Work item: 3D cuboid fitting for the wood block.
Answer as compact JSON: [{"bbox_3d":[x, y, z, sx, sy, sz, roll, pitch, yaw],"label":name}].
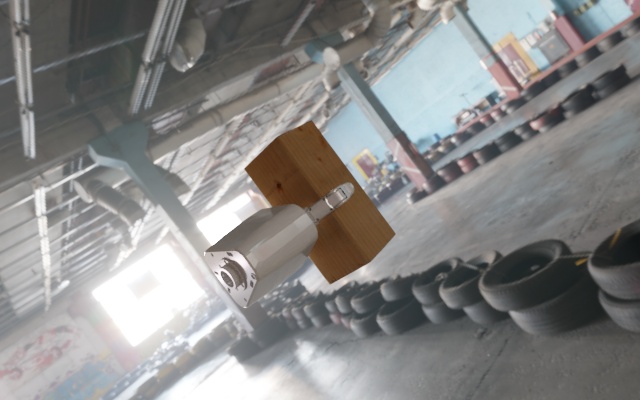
[{"bbox_3d":[0.000,0.002,0.684,0.091,0.206,0.090,-36,0,40],"label":"wood block"}]
